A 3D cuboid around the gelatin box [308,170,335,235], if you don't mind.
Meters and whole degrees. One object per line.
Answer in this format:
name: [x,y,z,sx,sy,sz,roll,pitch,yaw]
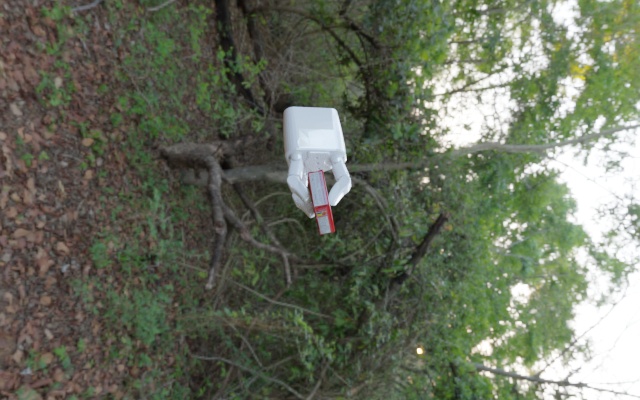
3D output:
gelatin box: [0.001,0.003,0.833,0.030,0.089,0.073,-11,-43,0]
